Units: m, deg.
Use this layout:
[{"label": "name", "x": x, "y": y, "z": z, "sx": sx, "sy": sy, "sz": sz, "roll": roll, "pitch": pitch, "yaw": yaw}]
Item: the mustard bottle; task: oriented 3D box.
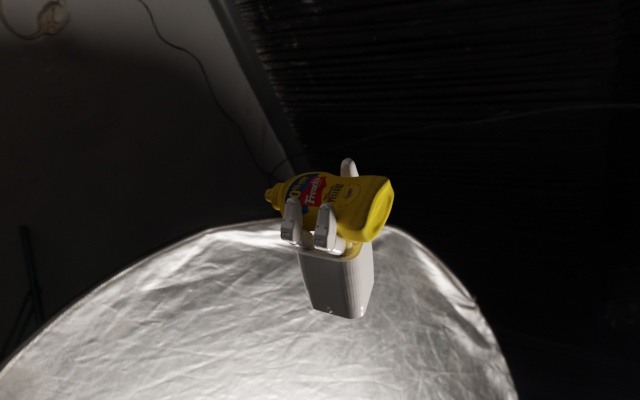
[{"label": "mustard bottle", "x": 0.000, "y": 0.002, "z": 0.677, "sx": 0.191, "sy": 0.096, "sz": 0.058, "roll": 7, "pitch": -36, "yaw": 33}]
